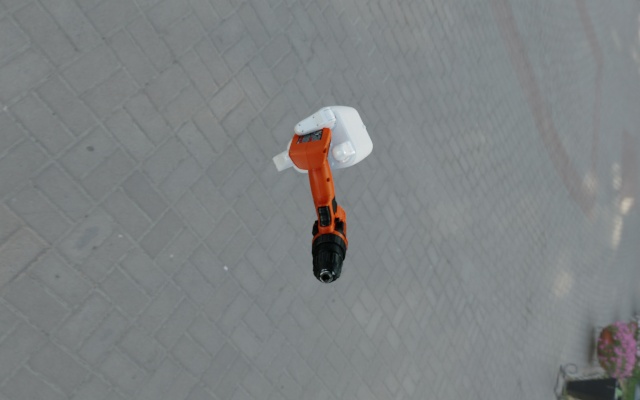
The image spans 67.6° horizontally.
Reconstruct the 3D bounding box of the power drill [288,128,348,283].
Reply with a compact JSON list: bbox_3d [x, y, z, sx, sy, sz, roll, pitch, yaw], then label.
[{"bbox_3d":[0.000,0.002,0.688,0.057,0.188,0.184,-8,25,6],"label":"power drill"}]
